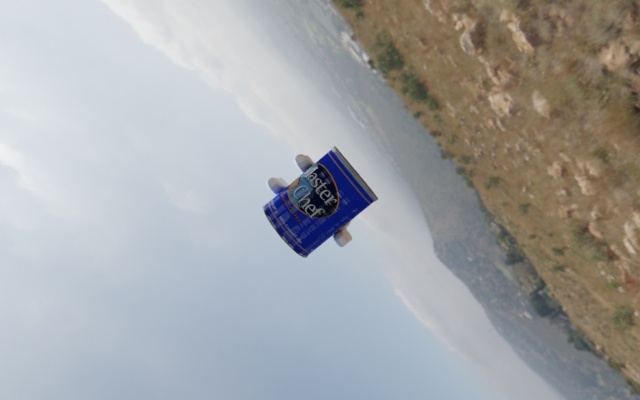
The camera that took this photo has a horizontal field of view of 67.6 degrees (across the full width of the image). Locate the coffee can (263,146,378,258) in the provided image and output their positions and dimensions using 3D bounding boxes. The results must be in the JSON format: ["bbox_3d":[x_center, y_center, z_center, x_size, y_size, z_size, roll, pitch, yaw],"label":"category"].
[{"bbox_3d":[0.000,0.002,0.713,0.140,0.103,0.103,-40,-5,6],"label":"coffee can"}]
